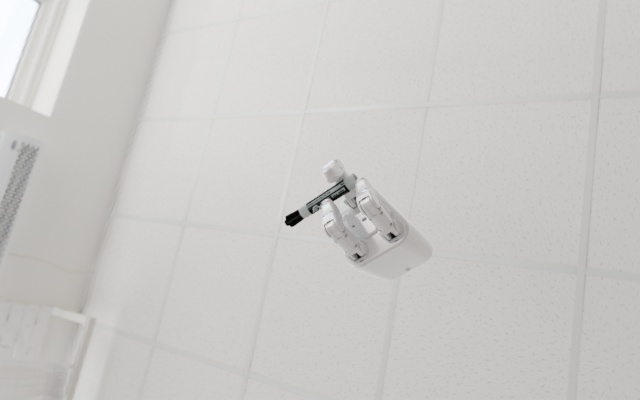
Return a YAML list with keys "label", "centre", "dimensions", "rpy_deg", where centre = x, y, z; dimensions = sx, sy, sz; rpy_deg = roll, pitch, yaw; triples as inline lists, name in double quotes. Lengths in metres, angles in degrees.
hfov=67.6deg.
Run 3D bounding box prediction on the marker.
- label: "marker"
  centre: [0.000, 0.002, 0.653]
  dimensions: [0.121, 0.020, 0.020]
  rpy_deg: [-32, -12, 19]
